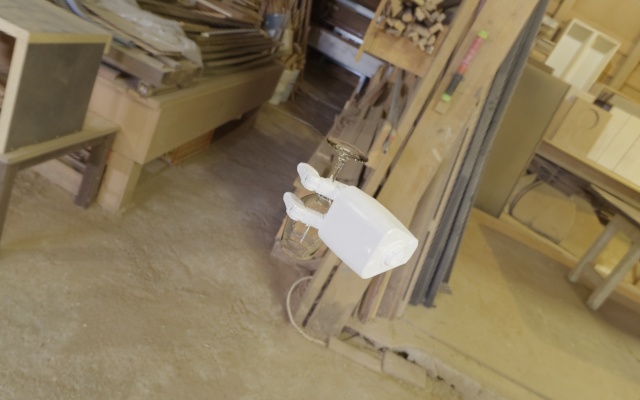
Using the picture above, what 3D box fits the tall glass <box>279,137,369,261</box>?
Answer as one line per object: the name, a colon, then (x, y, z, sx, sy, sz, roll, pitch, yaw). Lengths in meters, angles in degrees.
tall glass: (0.000, 0.002, 0.782, 0.079, 0.201, 0.079, 24, 22, -10)
